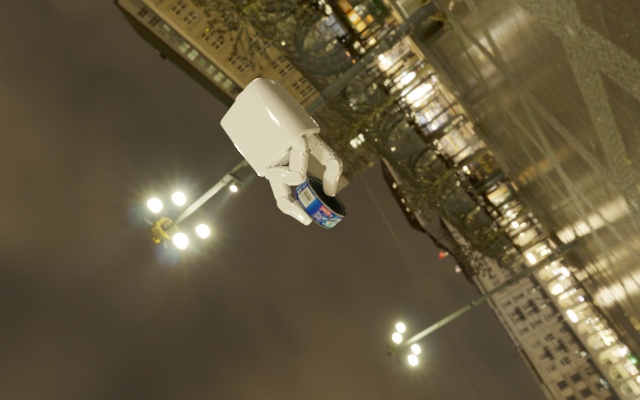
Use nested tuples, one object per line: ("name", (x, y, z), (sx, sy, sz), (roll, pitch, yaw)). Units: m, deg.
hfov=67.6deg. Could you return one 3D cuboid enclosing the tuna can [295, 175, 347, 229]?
("tuna can", (0.000, 0.003, 0.751), (0.034, 0.086, 0.086), (-43, -15, 17))
